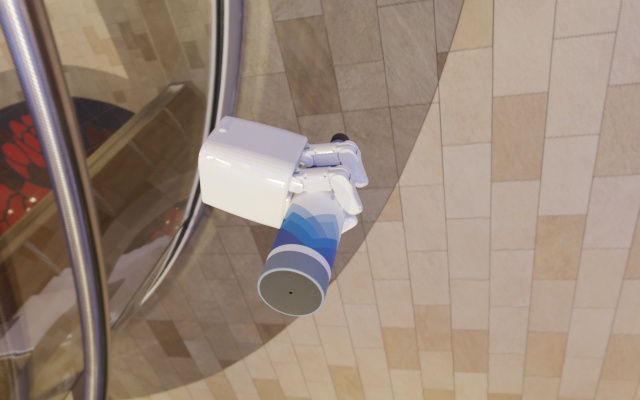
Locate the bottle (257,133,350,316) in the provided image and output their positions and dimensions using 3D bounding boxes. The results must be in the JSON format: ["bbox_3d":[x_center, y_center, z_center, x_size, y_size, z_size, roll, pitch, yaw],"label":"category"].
[{"bbox_3d":[0.000,0.002,0.570,0.069,0.069,0.295,0,36,14],"label":"bottle"}]
